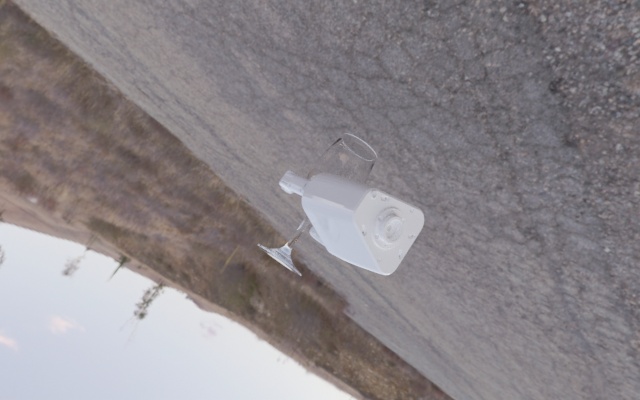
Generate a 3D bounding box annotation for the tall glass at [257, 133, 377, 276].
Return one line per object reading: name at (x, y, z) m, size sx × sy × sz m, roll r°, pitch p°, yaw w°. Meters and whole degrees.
tall glass at (0.000, 0.003, 0.672) m, size 0.079 × 0.201 × 0.079 m, roll 33°, pitch -11°, yaw 8°
